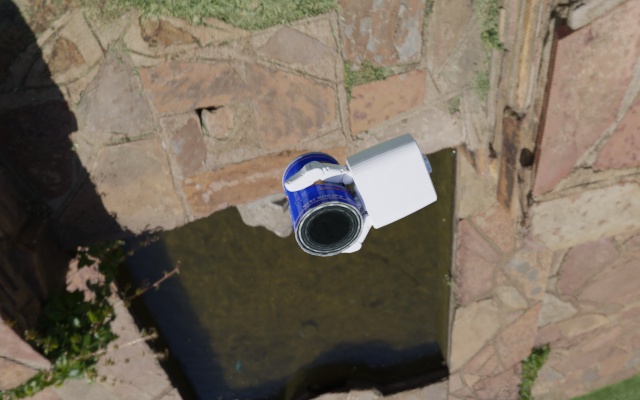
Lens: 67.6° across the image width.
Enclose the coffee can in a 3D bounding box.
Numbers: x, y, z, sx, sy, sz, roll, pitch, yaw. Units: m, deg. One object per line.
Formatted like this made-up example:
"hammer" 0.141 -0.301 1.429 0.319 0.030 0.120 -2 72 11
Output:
"coffee can" 0.000 0.002 0.748 0.103 0.103 0.140 0 36 -14
